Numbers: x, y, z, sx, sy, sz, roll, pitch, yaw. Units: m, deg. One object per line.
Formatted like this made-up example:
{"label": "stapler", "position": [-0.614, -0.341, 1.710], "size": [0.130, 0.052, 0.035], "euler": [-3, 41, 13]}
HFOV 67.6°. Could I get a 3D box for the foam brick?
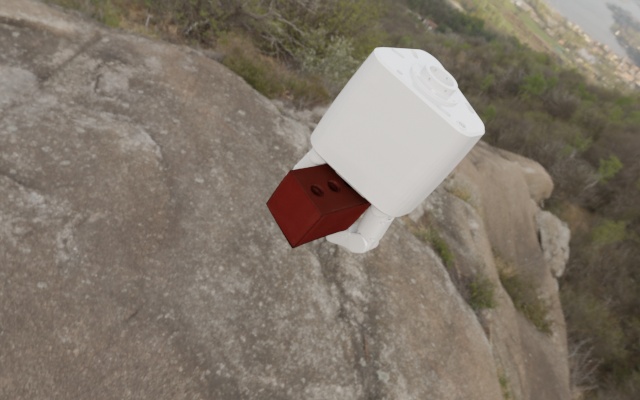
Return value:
{"label": "foam brick", "position": [0.000, 0.002, 0.444], "size": [0.078, 0.053, 0.051], "euler": [-16, -26, -45]}
